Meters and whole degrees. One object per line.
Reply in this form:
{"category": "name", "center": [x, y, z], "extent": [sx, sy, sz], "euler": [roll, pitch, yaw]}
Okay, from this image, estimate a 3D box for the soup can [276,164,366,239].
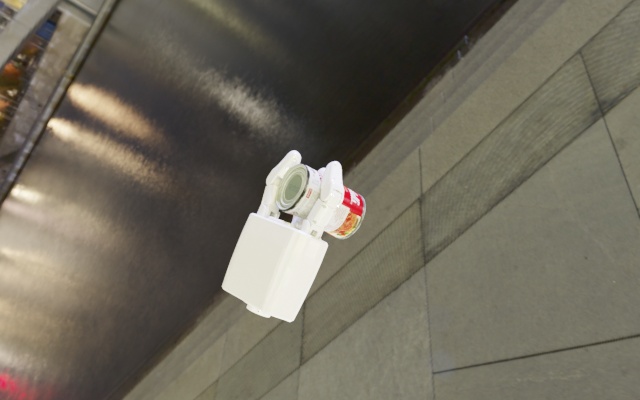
{"category": "soup can", "center": [0.000, 0.002, 0.633], "extent": [0.102, 0.068, 0.068], "euler": [27, -15, -32]}
